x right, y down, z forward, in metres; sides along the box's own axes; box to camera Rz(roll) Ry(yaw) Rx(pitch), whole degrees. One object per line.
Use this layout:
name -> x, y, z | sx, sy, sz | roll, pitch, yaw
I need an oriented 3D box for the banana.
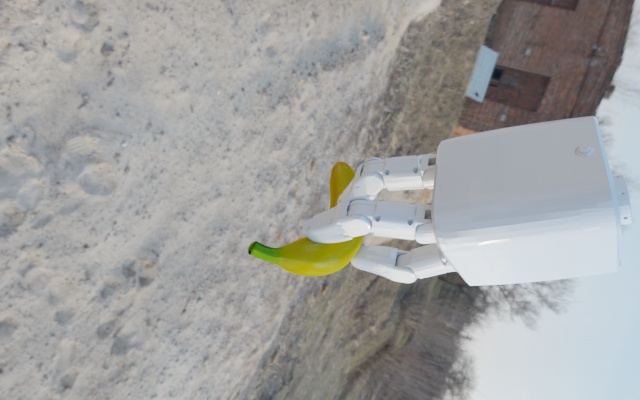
banana -> 0.011, 0.016, 0.429 | 0.037, 0.069, 0.197 | -41, 2, 30
